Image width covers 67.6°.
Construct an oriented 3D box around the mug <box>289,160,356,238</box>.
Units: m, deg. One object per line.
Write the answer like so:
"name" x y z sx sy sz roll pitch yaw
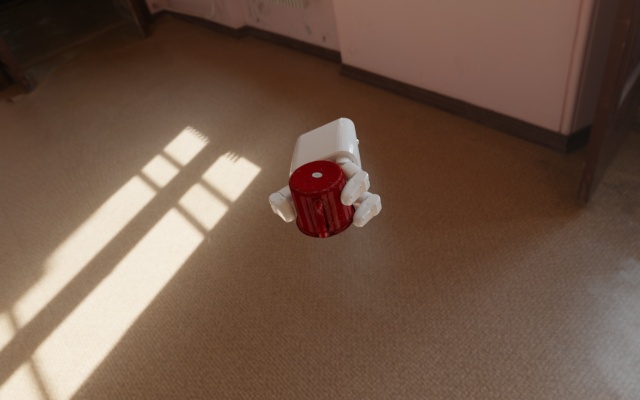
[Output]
"mug" 0.000 0.003 0.695 0.093 0.082 0.117 -7 39 8
